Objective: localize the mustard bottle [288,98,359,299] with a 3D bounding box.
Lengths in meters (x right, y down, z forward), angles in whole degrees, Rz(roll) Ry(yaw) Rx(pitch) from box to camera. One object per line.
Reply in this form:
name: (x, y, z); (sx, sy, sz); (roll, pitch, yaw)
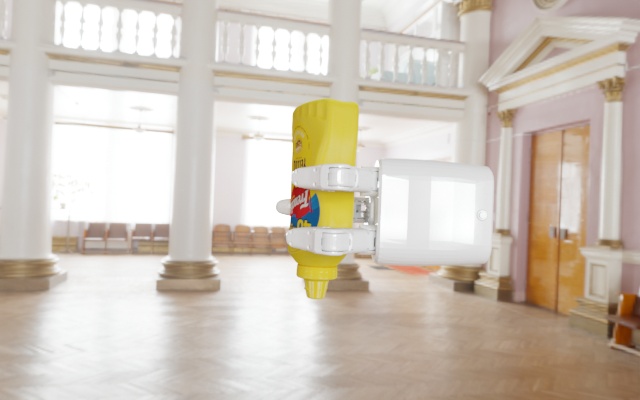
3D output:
mustard bottle: (0.000, 0.001, 0.477); (0.058, 0.191, 0.096); (3, -1, -25)
